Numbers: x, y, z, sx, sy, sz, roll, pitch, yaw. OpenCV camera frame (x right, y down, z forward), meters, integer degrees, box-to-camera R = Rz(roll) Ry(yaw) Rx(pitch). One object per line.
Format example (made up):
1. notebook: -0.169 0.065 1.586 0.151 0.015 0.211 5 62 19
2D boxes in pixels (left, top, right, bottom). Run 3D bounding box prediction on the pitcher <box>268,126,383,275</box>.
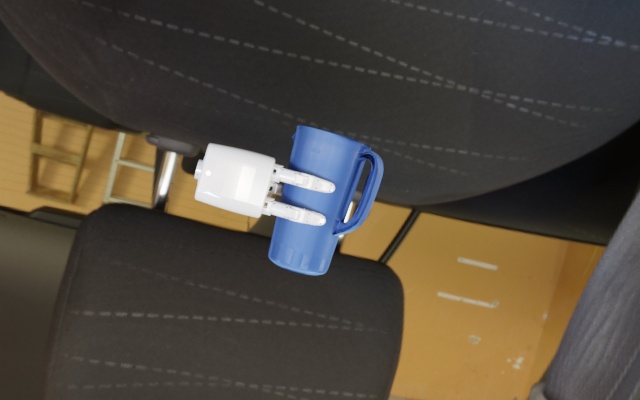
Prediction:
1. pitcher: 0.000 0.003 0.822 0.145 0.243 0.149 15 3 -14
